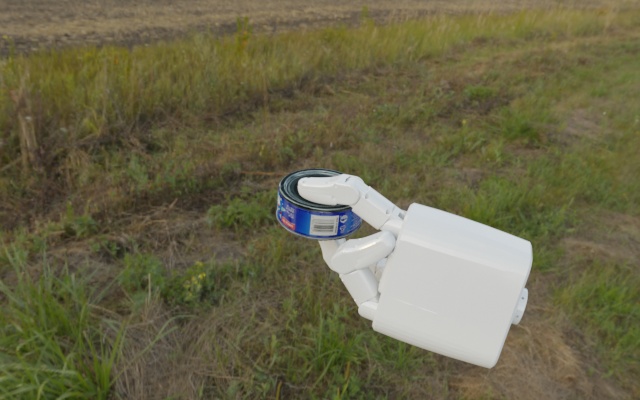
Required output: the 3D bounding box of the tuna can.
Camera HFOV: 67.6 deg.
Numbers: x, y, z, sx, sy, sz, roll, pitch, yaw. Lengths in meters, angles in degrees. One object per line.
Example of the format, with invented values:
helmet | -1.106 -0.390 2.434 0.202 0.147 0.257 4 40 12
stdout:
tuna can | 0.000 0.001 0.467 0.086 0.034 0.086 4 30 -2
